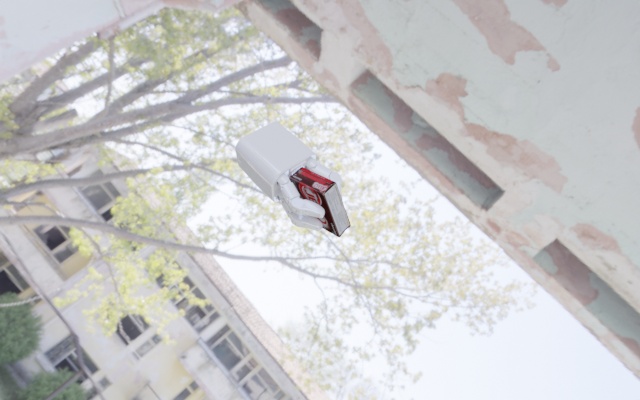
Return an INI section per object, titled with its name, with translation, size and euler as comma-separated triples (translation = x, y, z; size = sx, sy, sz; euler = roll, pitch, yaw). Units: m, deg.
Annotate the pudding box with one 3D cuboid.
[pudding box]
translation = 0.000, 0.003, 0.848
size = 0.039, 0.114, 0.090
euler = -43, 45, -20
